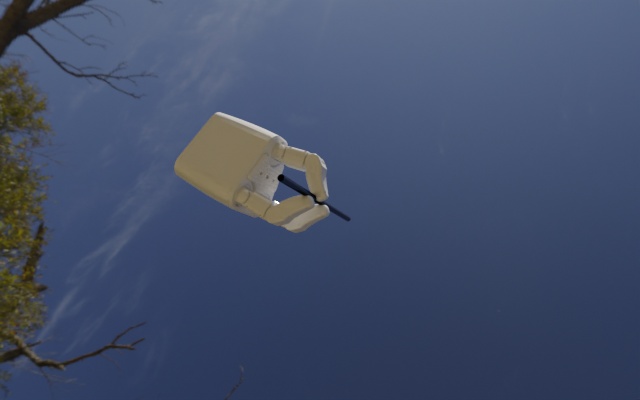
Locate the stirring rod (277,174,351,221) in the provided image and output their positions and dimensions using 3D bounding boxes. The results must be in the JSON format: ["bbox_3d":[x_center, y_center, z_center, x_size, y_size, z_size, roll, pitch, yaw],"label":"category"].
[{"bbox_3d":[0.000,0.002,0.605,0.011,0.011,0.239,0,-12,21],"label":"stirring rod"}]
